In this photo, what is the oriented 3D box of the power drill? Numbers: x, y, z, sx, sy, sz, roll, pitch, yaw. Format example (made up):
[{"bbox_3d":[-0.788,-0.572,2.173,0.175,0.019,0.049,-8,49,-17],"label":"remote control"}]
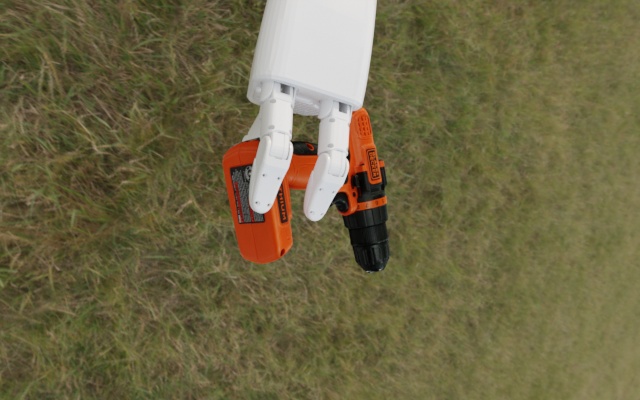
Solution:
[{"bbox_3d":[0.000,0.001,0.473,0.057,0.184,0.187,-9,5,40],"label":"power drill"}]
